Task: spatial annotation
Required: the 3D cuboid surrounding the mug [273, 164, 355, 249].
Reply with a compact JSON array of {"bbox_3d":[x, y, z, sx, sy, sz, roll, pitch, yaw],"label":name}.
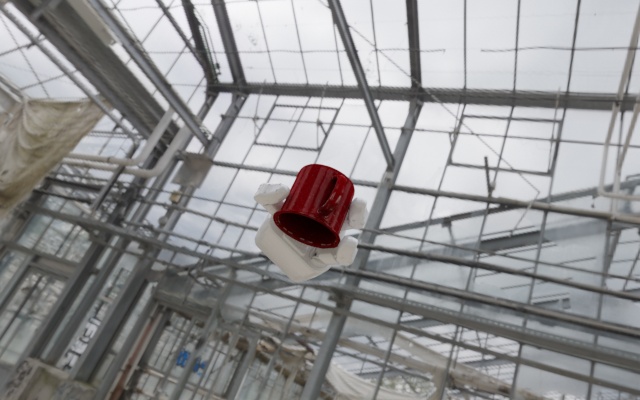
[{"bbox_3d":[0.001,0.001,0.617,0.093,0.081,0.117,29,-27,-11],"label":"mug"}]
